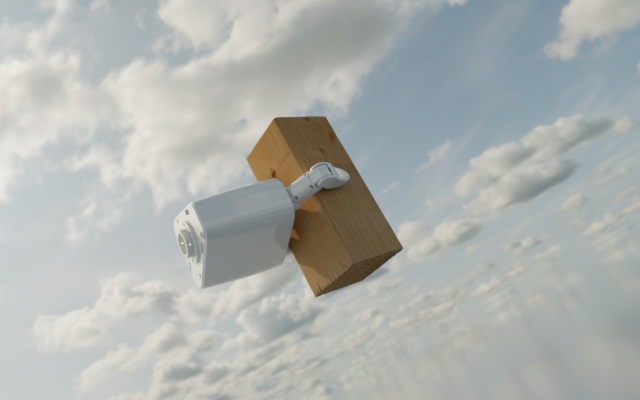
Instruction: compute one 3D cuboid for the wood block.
[{"bbox_3d":[0.000,0.002,0.602,0.090,0.206,0.091,-10,-27,-42],"label":"wood block"}]
